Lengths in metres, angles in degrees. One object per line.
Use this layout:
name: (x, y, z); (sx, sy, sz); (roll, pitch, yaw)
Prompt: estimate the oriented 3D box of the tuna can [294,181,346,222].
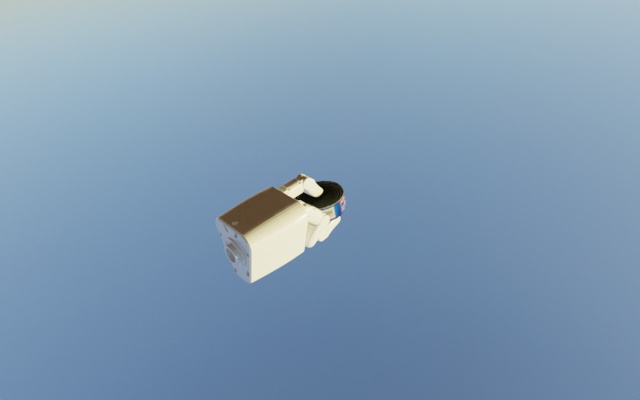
tuna can: (0.000, 0.003, 0.826); (0.086, 0.034, 0.086); (-8, 34, 5)
